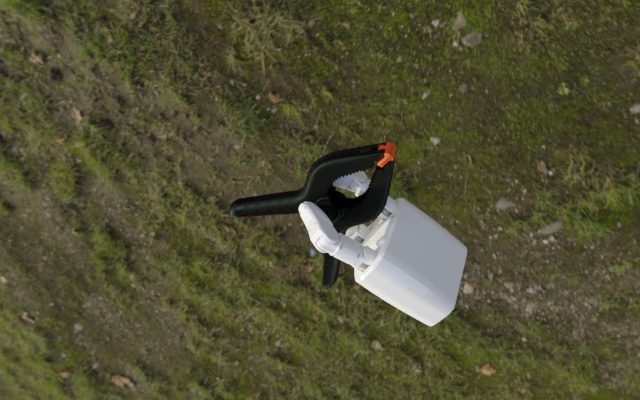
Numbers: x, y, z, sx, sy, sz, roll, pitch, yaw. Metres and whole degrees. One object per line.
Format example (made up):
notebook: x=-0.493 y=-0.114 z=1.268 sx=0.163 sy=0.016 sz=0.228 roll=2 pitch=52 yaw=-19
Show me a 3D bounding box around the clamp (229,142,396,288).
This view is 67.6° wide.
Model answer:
clamp: x=0.000 y=0.002 z=0.547 sx=0.164 sy=0.210 sz=0.036 roll=33 pitch=35 yaw=-10
